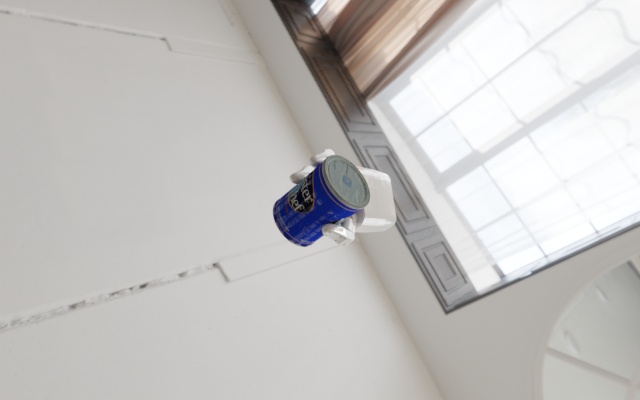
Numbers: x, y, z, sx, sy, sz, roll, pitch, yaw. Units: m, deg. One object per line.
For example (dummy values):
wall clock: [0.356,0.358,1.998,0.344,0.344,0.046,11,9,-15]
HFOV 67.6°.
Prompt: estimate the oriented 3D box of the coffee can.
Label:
coffee can: [0.000,0.003,0.817,0.103,0.102,0.140,0,-30,-49]
